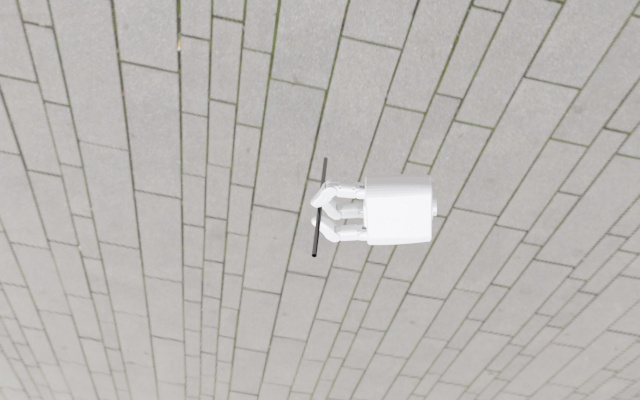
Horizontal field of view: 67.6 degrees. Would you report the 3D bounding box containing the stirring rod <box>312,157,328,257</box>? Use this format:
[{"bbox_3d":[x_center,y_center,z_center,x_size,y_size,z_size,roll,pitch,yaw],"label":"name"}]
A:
[{"bbox_3d":[0.000,0.003,0.814,0.011,0.011,0.239,0,43,6],"label":"stirring rod"}]
